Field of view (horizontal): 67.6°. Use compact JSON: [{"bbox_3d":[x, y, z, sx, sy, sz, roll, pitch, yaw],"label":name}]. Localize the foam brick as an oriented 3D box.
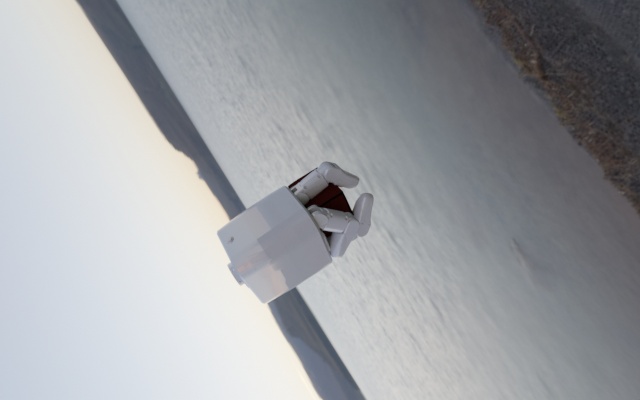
[{"bbox_3d":[0.000,0.002,0.636,0.051,0.053,0.078,-33,38,-8],"label":"foam brick"}]
